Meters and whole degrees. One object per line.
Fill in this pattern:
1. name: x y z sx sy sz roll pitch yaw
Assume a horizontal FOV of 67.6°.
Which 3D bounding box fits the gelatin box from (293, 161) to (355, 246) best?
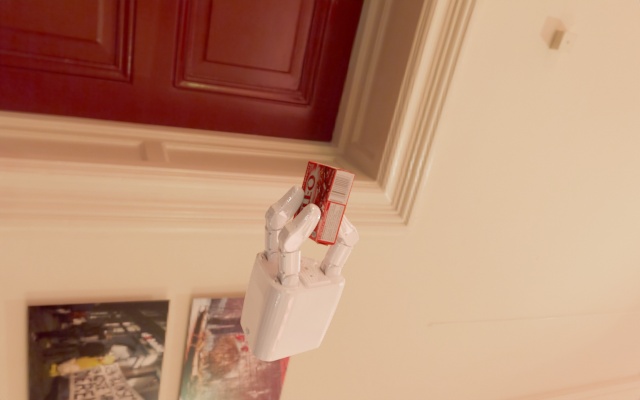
1. gelatin box: 0.001 0.002 0.572 0.030 0.089 0.073 14 5 -29
